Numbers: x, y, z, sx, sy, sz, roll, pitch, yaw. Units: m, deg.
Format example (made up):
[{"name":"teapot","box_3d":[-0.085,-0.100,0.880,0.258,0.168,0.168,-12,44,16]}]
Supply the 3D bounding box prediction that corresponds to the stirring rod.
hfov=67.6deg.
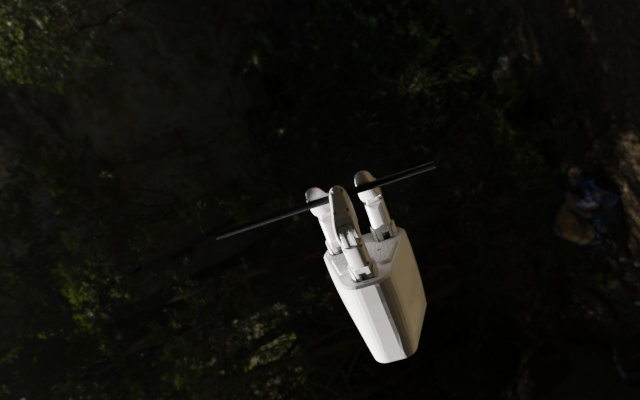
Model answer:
[{"name":"stirring rod","box_3d":[0.000,0.002,0.493,0.239,0.011,0.011,-18,-4,11]}]
